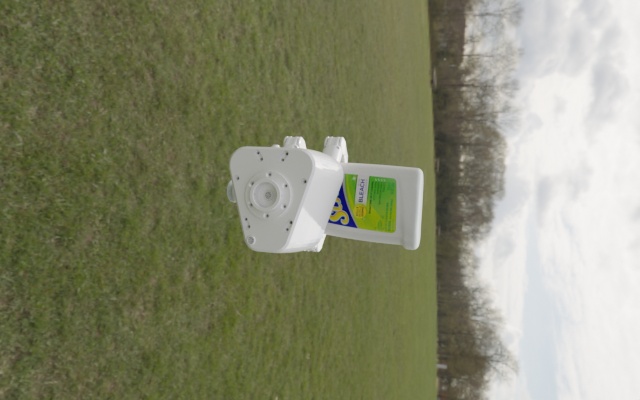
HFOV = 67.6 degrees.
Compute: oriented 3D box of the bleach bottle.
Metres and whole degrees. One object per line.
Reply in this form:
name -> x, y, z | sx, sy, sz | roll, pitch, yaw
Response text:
bleach bottle -> 0.000, 0.002, 0.609 | 0.251, 0.102, 0.068 | 3, -1, 16
